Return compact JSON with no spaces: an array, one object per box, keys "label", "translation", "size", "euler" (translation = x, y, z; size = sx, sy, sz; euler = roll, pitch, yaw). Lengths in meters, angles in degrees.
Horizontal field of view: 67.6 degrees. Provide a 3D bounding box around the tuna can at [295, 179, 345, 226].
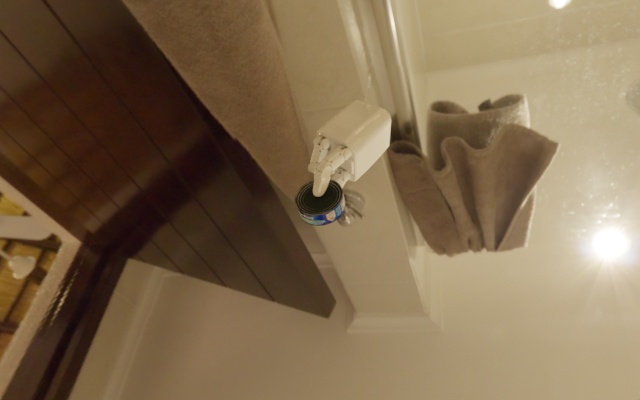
[{"label":"tuna can","translation":[0.000,0.003,0.840],"size":[0.086,0.086,0.034],"euler":[0,-42,17]}]
